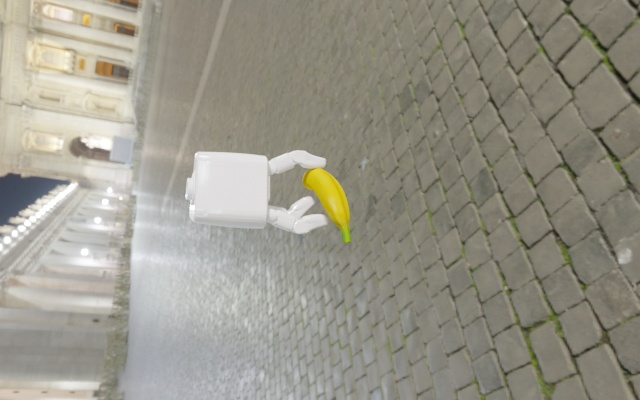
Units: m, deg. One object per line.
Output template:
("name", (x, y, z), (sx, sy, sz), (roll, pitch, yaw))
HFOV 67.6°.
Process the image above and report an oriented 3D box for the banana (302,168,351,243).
("banana", (0.004, -0.012, 0.747), (0.037, 0.070, 0.197), (0, 28, -19))
